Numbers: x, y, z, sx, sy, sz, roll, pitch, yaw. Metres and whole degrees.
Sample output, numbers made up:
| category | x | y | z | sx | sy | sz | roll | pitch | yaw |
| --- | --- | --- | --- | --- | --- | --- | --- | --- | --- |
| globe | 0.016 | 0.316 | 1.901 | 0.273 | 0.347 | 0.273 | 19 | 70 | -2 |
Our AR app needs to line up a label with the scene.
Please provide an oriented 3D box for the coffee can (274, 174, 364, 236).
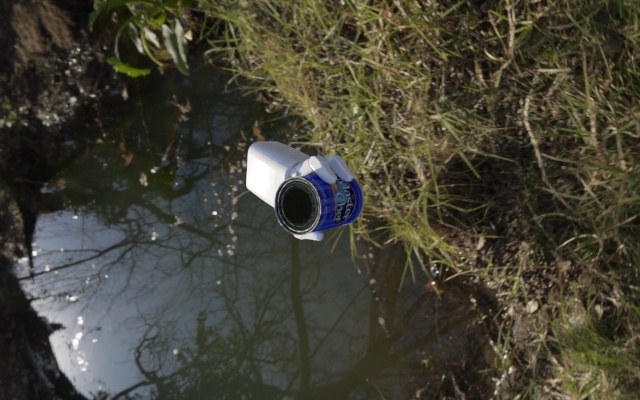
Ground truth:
| category | x | y | z | sx | sy | sz | roll | pitch | yaw |
| --- | --- | --- | --- | --- | --- | --- | --- | --- | --- |
| coffee can | 0.000 | 0.003 | 0.868 | 0.103 | 0.103 | 0.140 | 0 | 5 | 36 |
